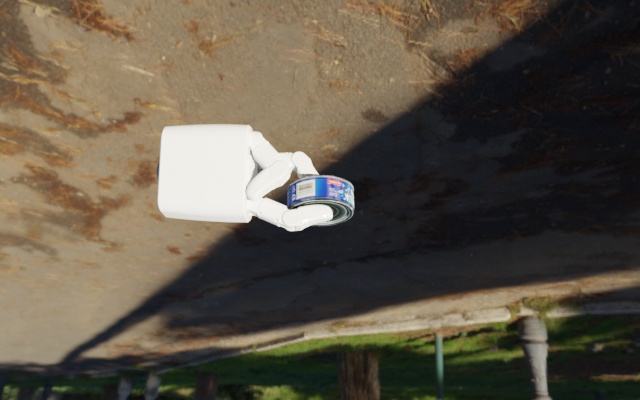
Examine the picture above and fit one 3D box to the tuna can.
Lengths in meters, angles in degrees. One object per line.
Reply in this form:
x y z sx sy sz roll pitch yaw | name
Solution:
0.000 0.003 0.605 0.086 0.033 0.086 -1 -25 0 | tuna can
